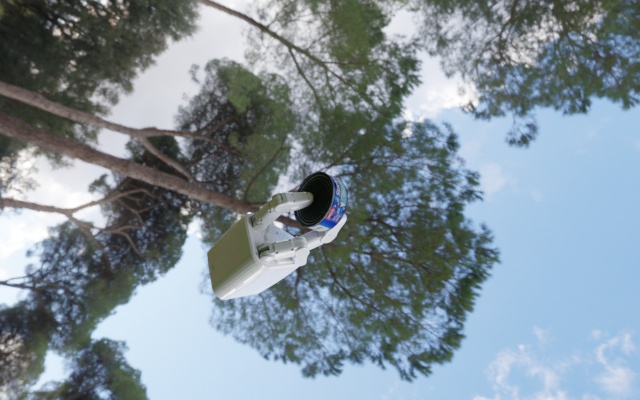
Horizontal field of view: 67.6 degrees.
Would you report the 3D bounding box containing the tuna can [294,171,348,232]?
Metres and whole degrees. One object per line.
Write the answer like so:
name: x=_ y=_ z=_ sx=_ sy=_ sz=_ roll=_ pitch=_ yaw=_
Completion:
tuna can: x=0.001 y=0.002 z=0.710 sx=0.034 sy=0.086 sz=0.086 roll=22 pitch=-14 yaw=-39
